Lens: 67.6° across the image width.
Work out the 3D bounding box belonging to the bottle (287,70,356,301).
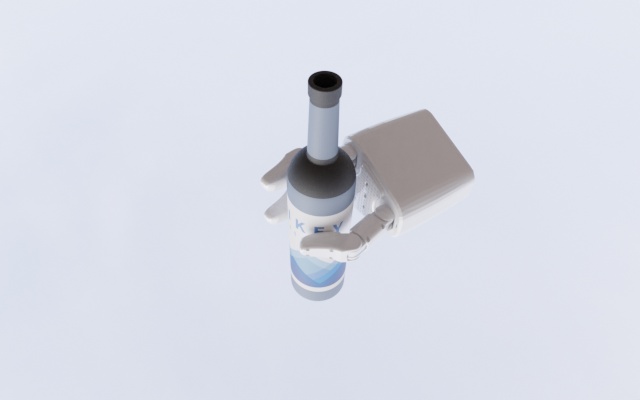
[{"bbox_3d":[0.000,0.002,0.482,0.069,0.069,0.296,0,-40,-2],"label":"bottle"}]
